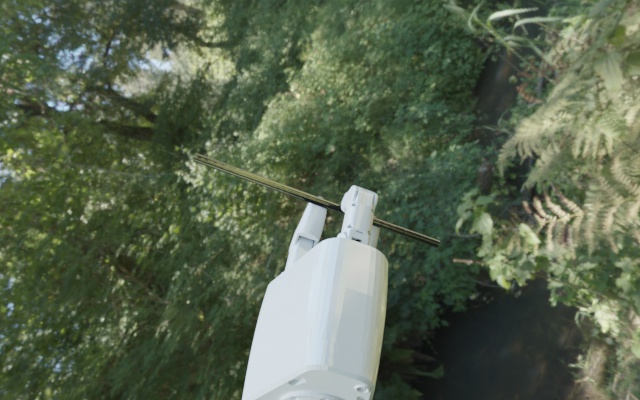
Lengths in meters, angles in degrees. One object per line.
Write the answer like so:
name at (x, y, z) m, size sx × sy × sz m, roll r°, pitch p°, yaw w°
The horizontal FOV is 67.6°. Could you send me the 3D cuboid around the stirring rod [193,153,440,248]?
stirring rod at (0.000, 0.001, 0.441) m, size 0.239 × 0.011 × 0.011 m, roll 20°, pitch -3°, yaw -7°
